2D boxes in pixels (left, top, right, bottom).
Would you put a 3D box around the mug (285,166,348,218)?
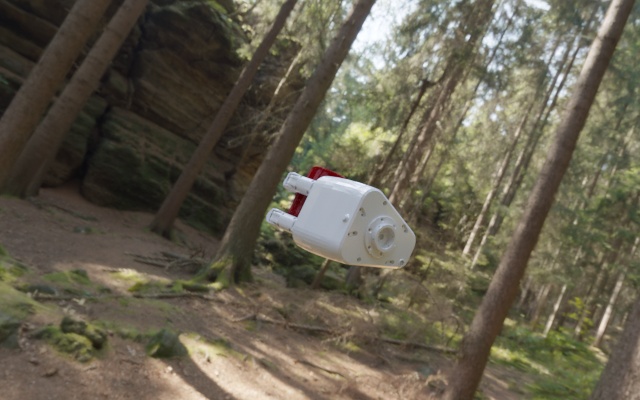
[{"bbox_3d":[-0.001,0.002,0.694,0.093,0.081,0.117,32,-8,-33],"label":"mug"}]
